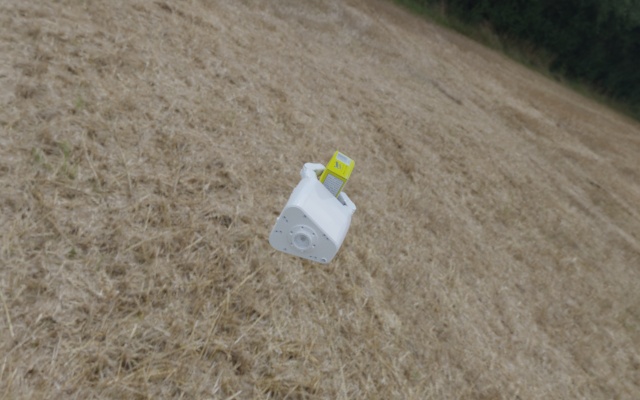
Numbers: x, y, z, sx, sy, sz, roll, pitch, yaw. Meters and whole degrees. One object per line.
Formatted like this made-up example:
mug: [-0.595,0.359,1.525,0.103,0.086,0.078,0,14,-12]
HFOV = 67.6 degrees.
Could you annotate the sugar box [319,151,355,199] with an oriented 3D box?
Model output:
sugar box: [0.000,0.003,0.881,0.048,0.176,0.093,31,28,-2]
